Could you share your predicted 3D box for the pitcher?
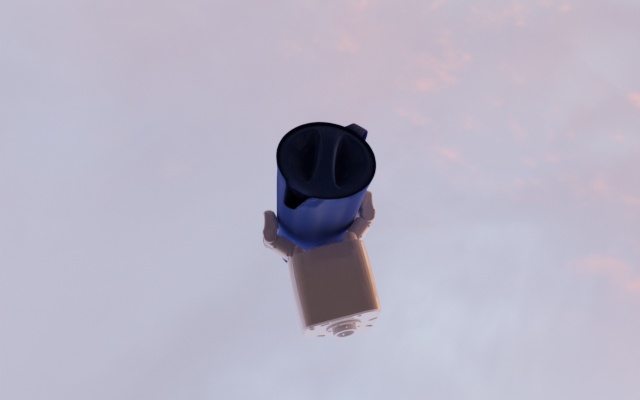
[{"bbox_3d":[0.000,0.003,0.724,0.149,0.145,0.243,-7,-33,-13],"label":"pitcher"}]
